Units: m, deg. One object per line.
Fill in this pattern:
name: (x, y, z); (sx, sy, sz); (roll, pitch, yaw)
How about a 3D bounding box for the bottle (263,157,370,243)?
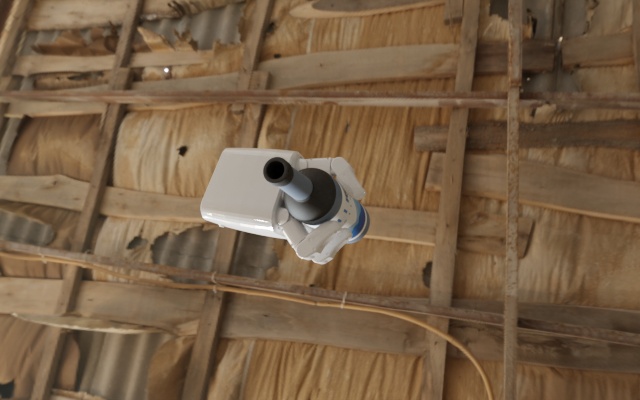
bottle: (0.000, 0.002, 0.600); (0.069, 0.069, 0.296); (0, -12, 18)
